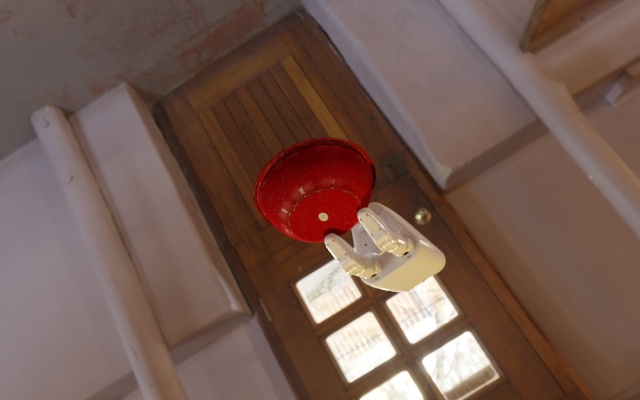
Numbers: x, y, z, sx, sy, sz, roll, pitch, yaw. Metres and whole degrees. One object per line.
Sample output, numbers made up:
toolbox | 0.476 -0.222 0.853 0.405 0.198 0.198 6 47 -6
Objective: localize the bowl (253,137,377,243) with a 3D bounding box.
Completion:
bowl | -0.001 0.002 0.597 0.162 0.162 0.055 0 42 -17
